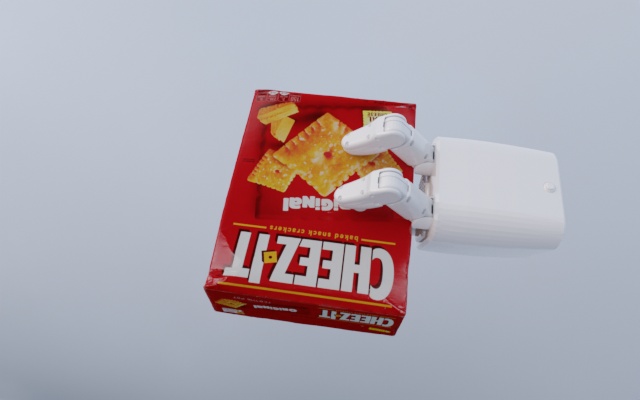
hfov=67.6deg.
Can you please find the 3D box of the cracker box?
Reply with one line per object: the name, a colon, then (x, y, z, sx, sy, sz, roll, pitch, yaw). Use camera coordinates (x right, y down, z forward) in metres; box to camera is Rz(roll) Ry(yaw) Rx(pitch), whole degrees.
cracker box: (0.000, 0.001, 0.443, 0.164, 0.213, 0.072, 7, -29, 3)
